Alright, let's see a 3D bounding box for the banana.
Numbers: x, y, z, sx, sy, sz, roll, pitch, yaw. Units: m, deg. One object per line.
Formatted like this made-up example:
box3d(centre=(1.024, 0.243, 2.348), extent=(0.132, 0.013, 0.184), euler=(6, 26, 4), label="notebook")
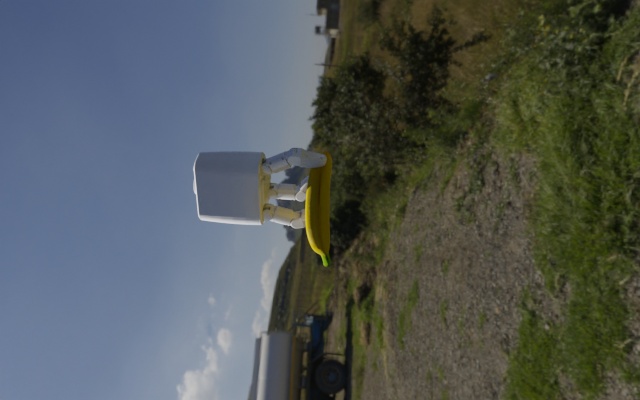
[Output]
box3d(centre=(-0.002, -0.002, 0.737), extent=(0.037, 0.197, 0.070), euler=(-1, -25, 6), label="banana")
